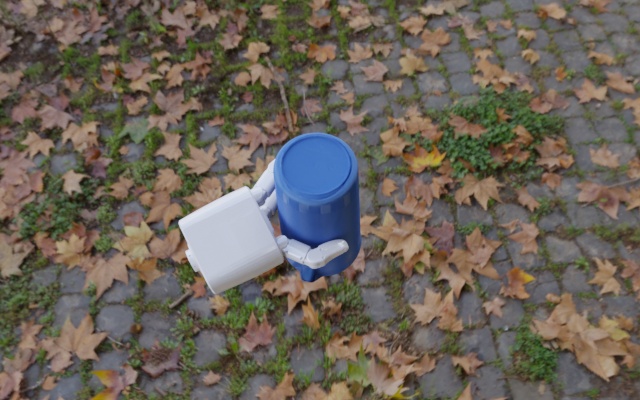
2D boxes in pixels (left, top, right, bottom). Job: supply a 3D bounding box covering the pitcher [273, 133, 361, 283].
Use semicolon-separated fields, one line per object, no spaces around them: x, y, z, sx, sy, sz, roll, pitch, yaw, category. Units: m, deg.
0.000;0.002;0.703;0.145;0.149;0.243;-26;-26;-11;pitcher
